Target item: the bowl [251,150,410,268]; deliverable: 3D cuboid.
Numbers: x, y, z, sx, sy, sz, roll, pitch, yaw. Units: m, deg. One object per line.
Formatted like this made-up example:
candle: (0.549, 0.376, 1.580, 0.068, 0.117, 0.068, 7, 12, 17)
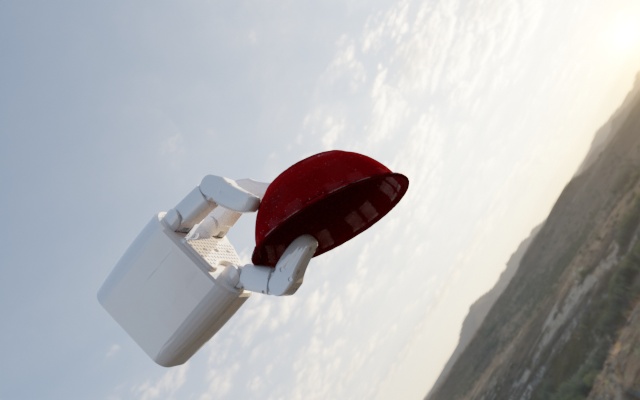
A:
bowl: (0.001, 0.000, 0.447, 0.162, 0.055, 0.162, -25, -20, -9)
